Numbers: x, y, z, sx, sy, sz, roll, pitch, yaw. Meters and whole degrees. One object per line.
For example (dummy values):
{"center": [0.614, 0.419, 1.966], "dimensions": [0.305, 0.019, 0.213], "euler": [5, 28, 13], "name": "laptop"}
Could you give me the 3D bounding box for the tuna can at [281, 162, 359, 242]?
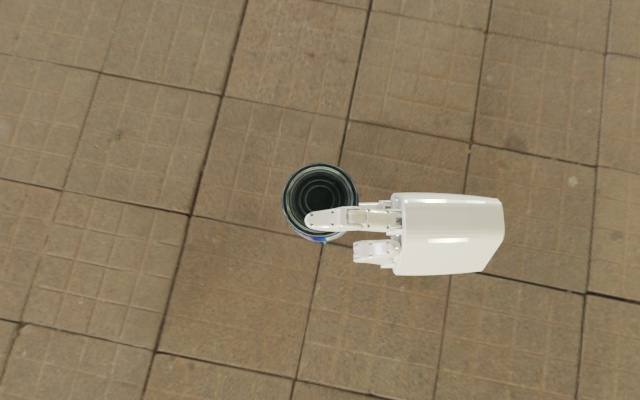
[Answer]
{"center": [0.000, 0.002, 0.531], "dimensions": [0.086, 0.086, 0.034], "euler": [0, -11, 4], "name": "tuna can"}
